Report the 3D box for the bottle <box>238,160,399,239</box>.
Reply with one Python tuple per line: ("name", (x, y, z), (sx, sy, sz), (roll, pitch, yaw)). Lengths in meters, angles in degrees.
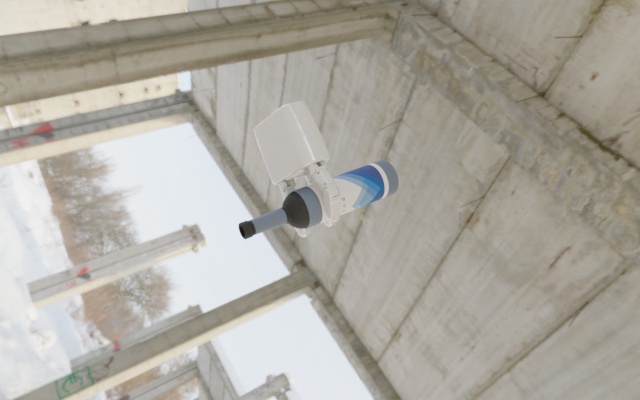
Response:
("bottle", (0.000, 0.003, 0.808), (0.295, 0.069, 0.069), (-20, 10, -28))
